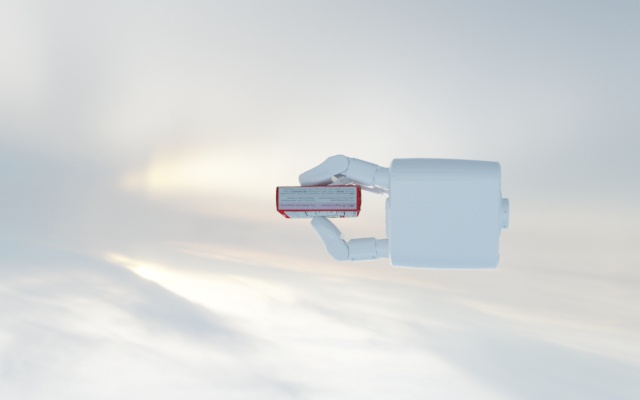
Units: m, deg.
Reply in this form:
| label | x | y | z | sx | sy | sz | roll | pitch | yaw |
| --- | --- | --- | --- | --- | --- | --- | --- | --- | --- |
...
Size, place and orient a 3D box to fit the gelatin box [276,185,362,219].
| label | x | y | z | sx | sy | sz | roll | pitch | yaw |
| --- | --- | --- | --- | --- | --- | --- | --- | --- | --- |
| gelatin box | 0.000 | 0.002 | 0.522 | 0.089 | 0.030 | 0.073 | -1 | -7 | 3 |
